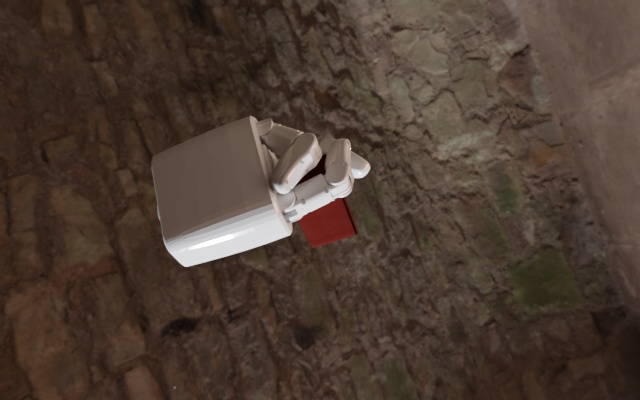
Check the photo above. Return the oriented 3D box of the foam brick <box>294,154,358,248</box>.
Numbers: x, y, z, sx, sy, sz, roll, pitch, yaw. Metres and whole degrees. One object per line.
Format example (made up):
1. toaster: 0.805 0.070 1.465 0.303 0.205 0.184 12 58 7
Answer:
1. foam brick: 0.000 0.002 0.482 0.051 0.053 0.078 -20 -40 3
